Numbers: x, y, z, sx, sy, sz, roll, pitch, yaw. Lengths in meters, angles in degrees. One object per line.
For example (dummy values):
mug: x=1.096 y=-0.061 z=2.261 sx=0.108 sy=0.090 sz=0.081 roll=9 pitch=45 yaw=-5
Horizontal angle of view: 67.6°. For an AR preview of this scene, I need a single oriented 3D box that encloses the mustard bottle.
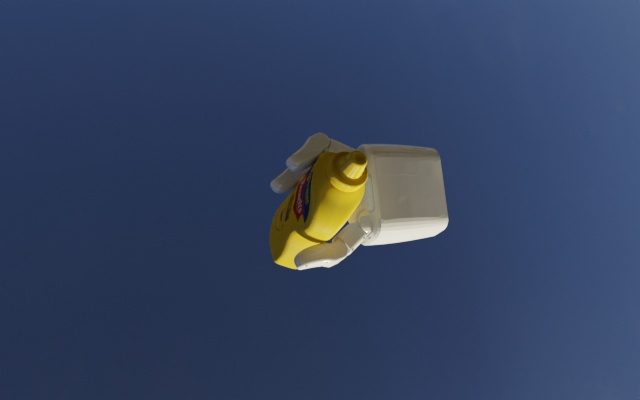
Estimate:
mustard bottle: x=0.000 y=0.002 z=0.526 sx=0.058 sy=0.096 sz=0.192 roll=21 pitch=-33 yaw=-15
